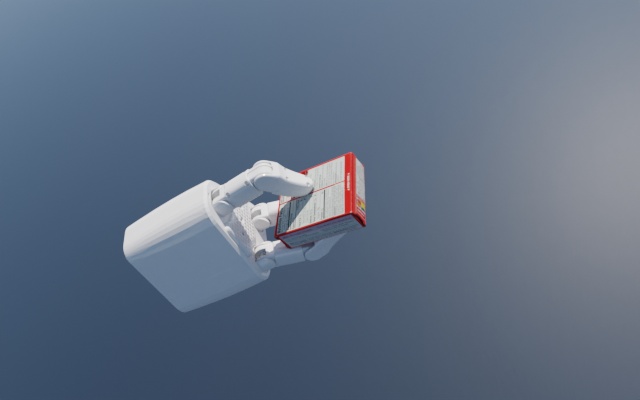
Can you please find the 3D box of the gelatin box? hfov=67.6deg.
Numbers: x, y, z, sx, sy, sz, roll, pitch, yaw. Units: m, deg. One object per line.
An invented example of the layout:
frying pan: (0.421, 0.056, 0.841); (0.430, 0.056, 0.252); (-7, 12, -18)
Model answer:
gelatin box: (0.000, 0.001, 0.469); (0.089, 0.073, 0.030); (-20, -42, 27)
